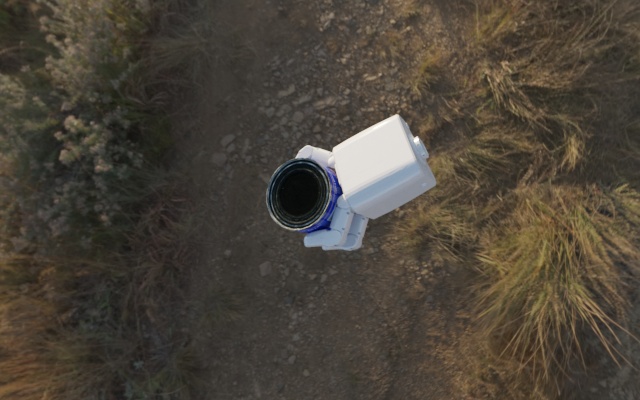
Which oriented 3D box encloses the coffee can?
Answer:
[{"bbox_3d":[0.000,0.002,0.712,0.103,0.103,0.140,0,-10,27],"label":"coffee can"}]
